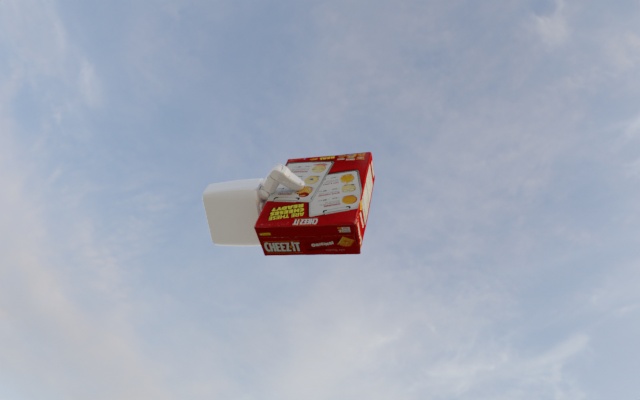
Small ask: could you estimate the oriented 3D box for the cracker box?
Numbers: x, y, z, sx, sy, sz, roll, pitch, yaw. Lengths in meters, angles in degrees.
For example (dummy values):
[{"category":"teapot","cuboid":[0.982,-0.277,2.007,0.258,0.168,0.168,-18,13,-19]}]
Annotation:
[{"category":"cracker box","cuboid":[0.000,0.002,0.819,0.164,0.072,0.213,-3,35,16]}]
